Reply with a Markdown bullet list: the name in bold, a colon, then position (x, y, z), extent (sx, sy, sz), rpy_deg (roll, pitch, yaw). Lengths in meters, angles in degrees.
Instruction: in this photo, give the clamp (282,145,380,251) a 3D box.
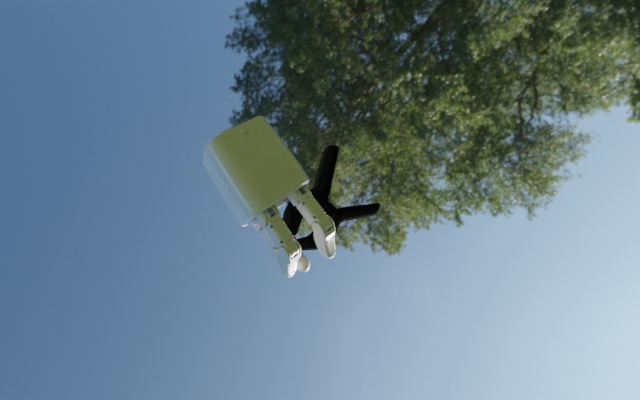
- **clamp**: position (0.000, 0.002, 0.655), extent (0.171, 0.120, 0.039), rpy_deg (-34, 2, -35)
